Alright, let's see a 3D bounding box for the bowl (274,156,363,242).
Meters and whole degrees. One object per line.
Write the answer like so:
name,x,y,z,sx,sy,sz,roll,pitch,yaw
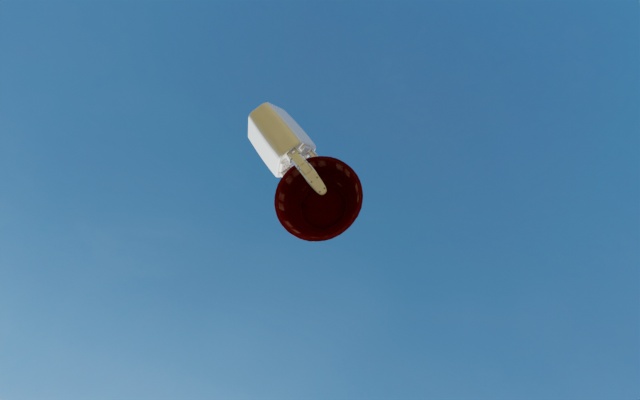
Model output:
bowl,0.001,0.004,0.873,0.162,0.162,0.055,0,-19,12
